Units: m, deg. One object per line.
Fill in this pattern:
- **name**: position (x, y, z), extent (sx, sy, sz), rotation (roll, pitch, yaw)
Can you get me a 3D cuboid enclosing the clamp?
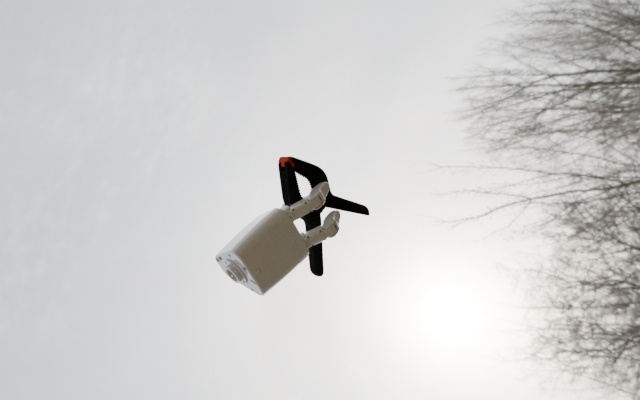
- **clamp**: position (-0.001, 0.002, 0.823), extent (0.036, 0.210, 0.164), rotation (3, 38, 50)
